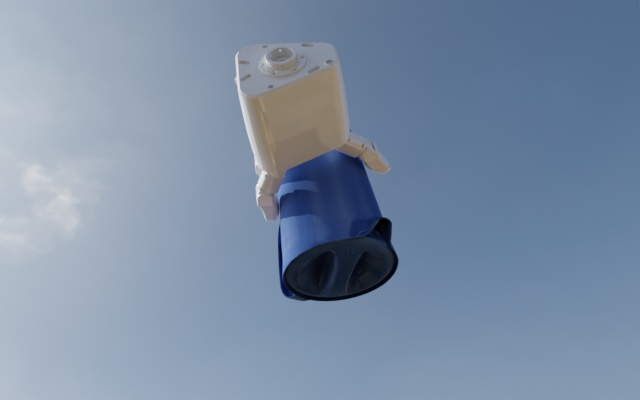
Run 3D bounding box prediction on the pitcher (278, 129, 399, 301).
[{"bbox_3d":[0.000,0.002,0.619,0.149,0.242,0.145,-13,-40,2],"label":"pitcher"}]
